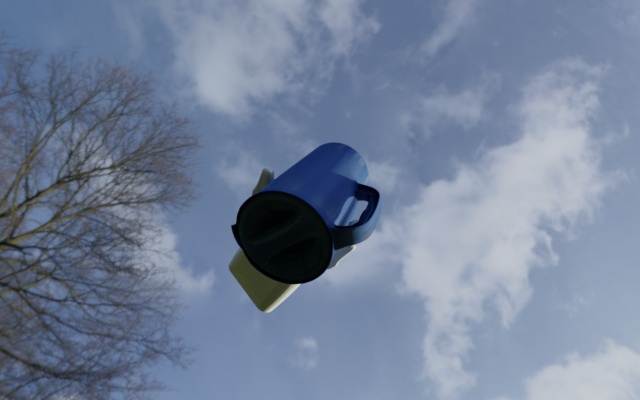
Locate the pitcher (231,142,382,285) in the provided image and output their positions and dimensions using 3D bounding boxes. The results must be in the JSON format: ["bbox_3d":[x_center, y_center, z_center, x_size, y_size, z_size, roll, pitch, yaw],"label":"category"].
[{"bbox_3d":[0.000,0.002,0.687,0.149,0.145,0.242,39,32,0],"label":"pitcher"}]
